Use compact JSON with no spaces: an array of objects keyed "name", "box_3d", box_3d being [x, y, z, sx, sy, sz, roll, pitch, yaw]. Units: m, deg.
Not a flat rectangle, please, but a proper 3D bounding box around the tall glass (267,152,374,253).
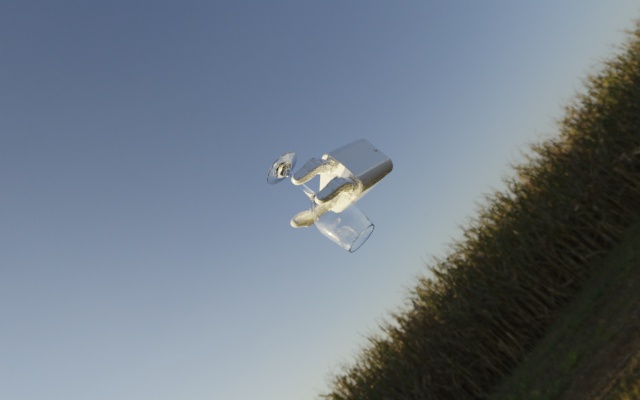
[{"name":"tall glass","box_3d":[0.000,0.002,0.835,0.201,0.079,0.079,42,17,20]}]
